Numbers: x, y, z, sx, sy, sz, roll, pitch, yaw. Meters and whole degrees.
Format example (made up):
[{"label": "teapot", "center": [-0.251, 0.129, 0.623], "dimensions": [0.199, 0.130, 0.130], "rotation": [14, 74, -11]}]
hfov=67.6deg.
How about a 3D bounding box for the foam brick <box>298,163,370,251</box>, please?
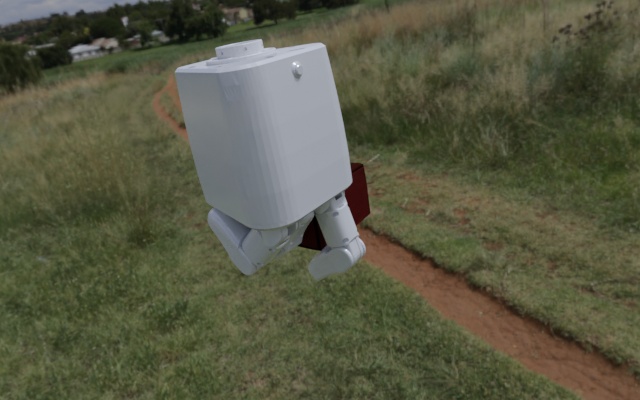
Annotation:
[{"label": "foam brick", "center": [0.000, 0.001, 0.420], "dimensions": [0.053, 0.051, 0.078], "rotation": [8, 28, 38]}]
